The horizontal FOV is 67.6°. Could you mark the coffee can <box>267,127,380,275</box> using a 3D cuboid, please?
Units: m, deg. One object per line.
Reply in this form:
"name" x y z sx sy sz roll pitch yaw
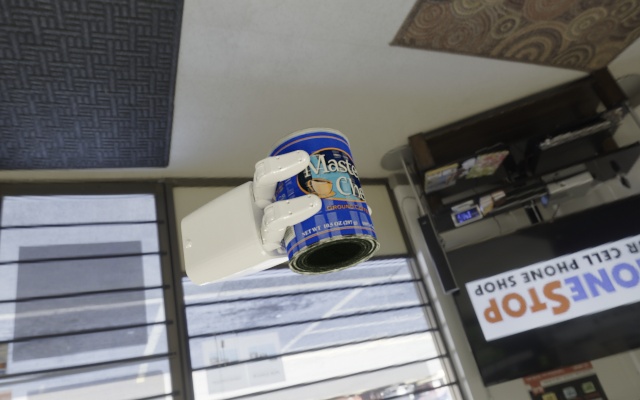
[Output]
"coffee can" 0.000 0.002 0.552 0.103 0.140 0.103 -11 -27 -6
